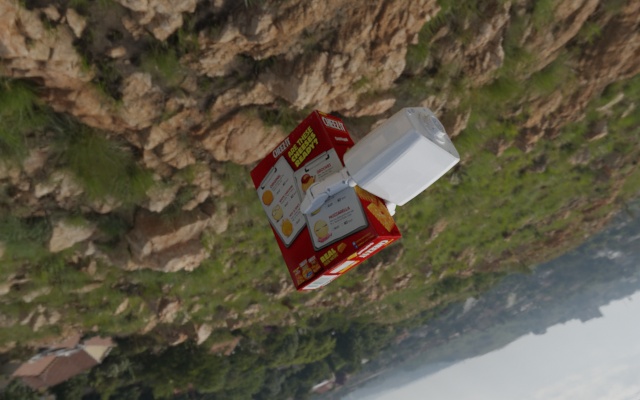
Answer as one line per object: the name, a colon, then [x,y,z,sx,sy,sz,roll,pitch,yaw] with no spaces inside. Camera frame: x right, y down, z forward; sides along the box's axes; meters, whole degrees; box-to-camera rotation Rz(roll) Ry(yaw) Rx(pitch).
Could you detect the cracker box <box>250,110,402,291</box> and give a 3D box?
cracker box: [0.000,0.002,0.712,0.164,0.213,0.072,-39,-27,30]
